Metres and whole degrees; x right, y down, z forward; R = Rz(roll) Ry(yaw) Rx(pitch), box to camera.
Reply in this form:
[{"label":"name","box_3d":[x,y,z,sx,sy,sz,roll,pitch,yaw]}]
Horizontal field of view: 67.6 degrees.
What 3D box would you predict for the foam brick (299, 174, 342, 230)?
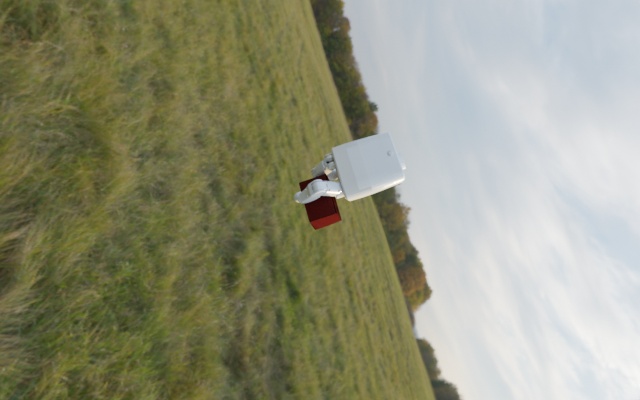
[{"label":"foam brick","box_3d":[0.000,0.003,0.837,0.051,0.078,0.053,-17,-19,5]}]
